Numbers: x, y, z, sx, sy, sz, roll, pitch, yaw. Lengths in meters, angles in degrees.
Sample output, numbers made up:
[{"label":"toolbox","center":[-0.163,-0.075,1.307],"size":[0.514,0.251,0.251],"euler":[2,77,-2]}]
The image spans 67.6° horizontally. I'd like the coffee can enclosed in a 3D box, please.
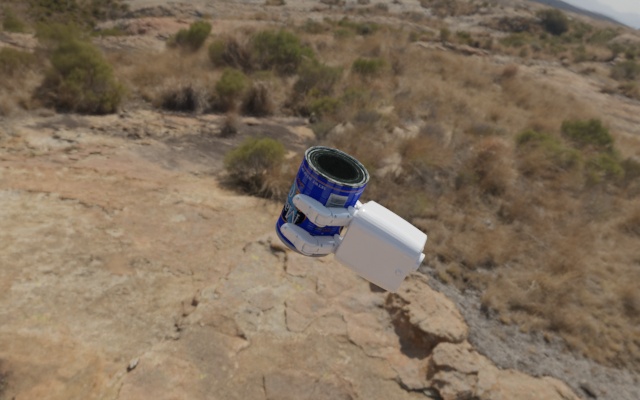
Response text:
[{"label":"coffee can","center":[0.000,0.002,0.738],"size":[0.103,0.140,0.102],"euler":[18,31,-11]}]
